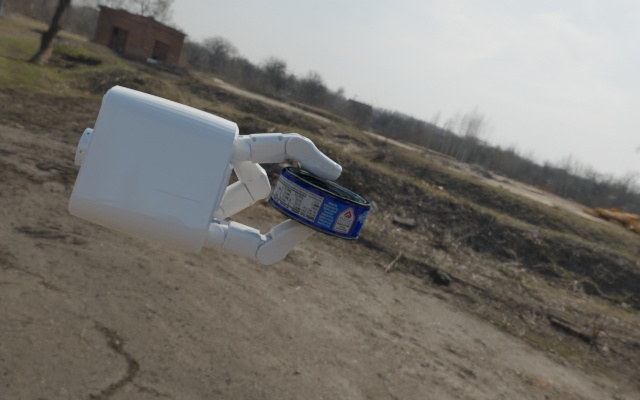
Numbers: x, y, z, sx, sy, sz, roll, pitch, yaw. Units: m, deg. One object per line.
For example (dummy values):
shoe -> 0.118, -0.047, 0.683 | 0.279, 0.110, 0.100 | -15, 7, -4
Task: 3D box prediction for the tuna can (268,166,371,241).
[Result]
tuna can -> 0.000, 0.001, 0.419 | 0.086, 0.034, 0.086 | 23, 9, -4
